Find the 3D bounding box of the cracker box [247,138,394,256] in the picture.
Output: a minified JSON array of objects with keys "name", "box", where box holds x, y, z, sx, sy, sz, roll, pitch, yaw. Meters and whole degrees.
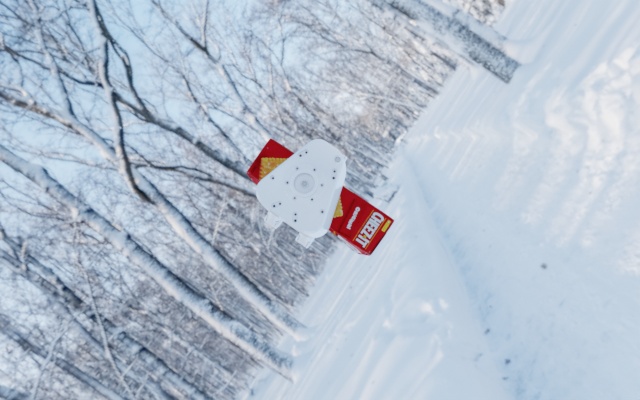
[{"name":"cracker box","box":[0.000,0.002,0.750,0.213,0.072,0.164,35,-3,4]}]
